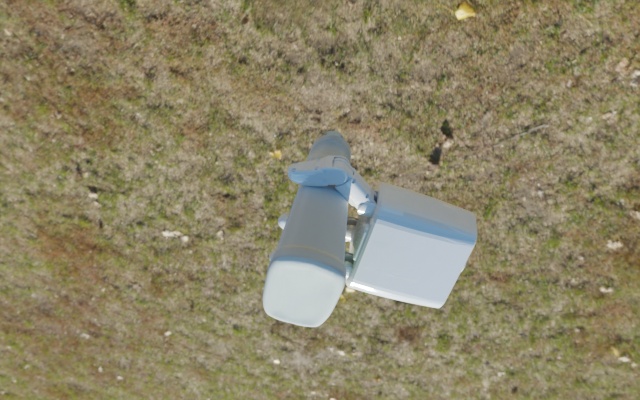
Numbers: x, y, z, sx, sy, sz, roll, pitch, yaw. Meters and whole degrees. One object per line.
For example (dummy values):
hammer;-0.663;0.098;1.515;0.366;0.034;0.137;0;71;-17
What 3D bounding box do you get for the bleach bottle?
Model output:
bleach bottle;0.000;0.002;0.510;0.068;0.103;0.250;15;44;-3
